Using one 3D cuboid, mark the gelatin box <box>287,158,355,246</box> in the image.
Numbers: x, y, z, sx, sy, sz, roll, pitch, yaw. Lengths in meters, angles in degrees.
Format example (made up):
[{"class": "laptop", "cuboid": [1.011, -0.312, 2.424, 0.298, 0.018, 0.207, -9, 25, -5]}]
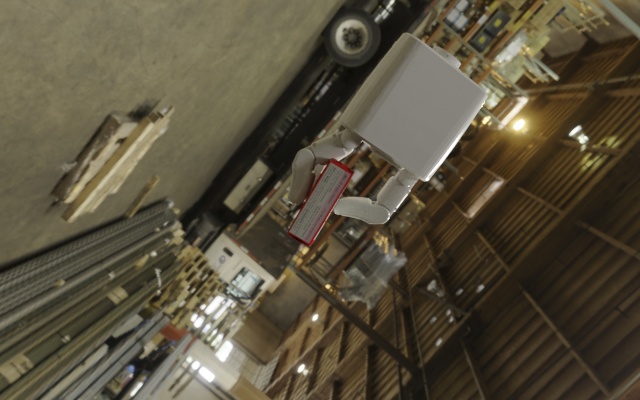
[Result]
[{"class": "gelatin box", "cuboid": [0.000, 0.002, 0.502, 0.030, 0.089, 0.073, 30, 0, 1]}]
